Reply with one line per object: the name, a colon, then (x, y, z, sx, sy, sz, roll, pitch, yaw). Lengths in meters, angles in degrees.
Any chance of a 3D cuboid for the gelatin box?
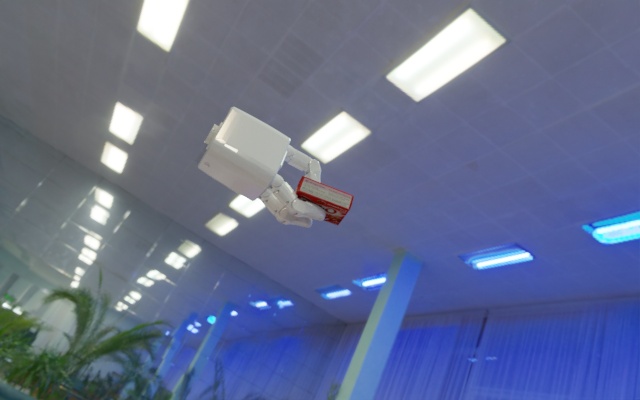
gelatin box: (0.001, 0.002, 0.764, 0.089, 0.030, 0.073, 20, -25, -5)
